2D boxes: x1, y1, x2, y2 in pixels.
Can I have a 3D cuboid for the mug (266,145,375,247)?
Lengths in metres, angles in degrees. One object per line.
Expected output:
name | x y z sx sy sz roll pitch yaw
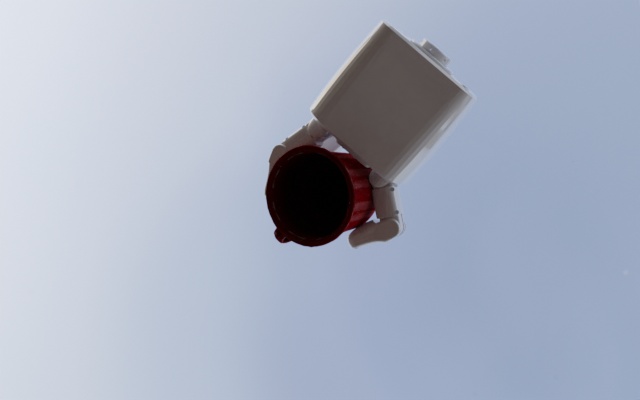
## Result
mug | -0.001 0.003 0.473 0.117 0.093 0.081 -49 -18 23
